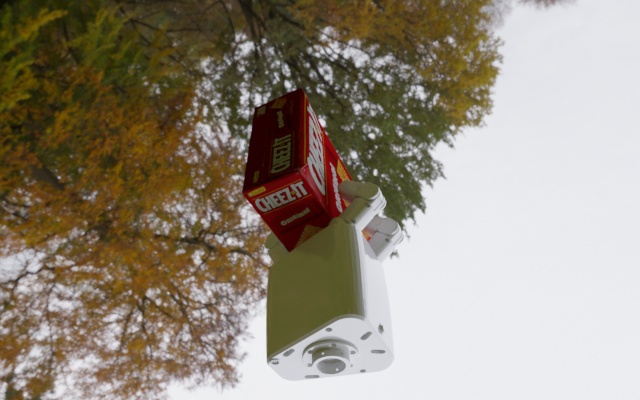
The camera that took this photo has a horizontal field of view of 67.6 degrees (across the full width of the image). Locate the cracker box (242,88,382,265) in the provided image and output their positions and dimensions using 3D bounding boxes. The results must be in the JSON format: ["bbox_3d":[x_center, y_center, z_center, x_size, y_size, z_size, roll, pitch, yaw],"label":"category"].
[{"bbox_3d":[0.000,0.002,0.556,0.072,0.214,0.164,-22,38,15],"label":"cracker box"}]
